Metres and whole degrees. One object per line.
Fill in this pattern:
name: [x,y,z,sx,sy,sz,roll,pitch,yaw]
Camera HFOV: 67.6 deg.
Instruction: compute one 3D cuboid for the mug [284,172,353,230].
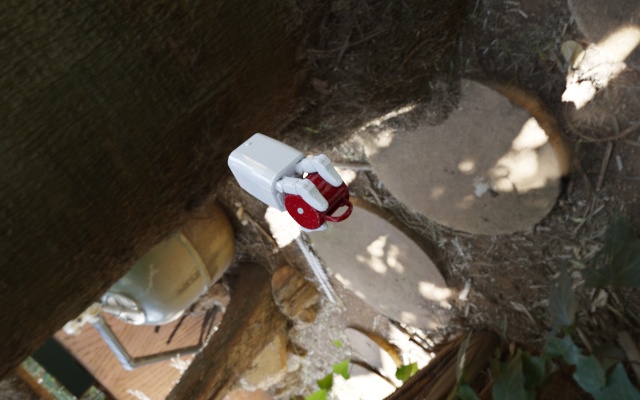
mug: [0.001,0.004,0.831,0.117,0.093,0.081,28,53,23]
